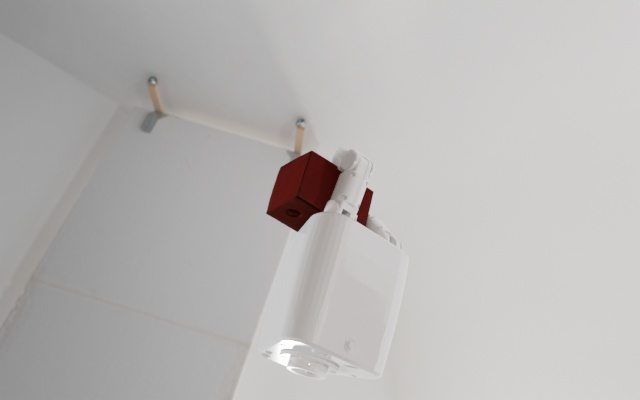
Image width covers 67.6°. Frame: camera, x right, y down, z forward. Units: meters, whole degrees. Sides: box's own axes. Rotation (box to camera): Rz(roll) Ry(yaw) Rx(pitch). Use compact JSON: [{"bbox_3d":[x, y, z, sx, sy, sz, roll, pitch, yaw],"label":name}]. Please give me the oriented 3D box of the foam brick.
[{"bbox_3d":[0.000,0.001,0.434,0.078,0.051,0.053,32,-32,-24],"label":"foam brick"}]
